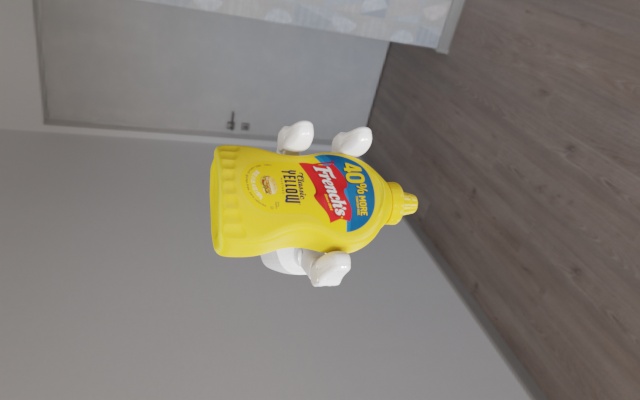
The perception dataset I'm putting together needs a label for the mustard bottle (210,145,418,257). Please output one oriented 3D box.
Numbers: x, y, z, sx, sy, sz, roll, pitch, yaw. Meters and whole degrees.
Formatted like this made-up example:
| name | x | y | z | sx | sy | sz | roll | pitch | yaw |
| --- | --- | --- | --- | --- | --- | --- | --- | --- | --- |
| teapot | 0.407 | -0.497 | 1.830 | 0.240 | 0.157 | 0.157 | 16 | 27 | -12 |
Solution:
| name | x | y | z | sx | sy | sz | roll | pitch | yaw |
| --- | --- | --- | --- | --- | --- | --- | --- | --- | --- |
| mustard bottle | 0.000 | 0.001 | 0.432 | 0.191 | 0.096 | 0.058 | 2 | -31 | -20 |
